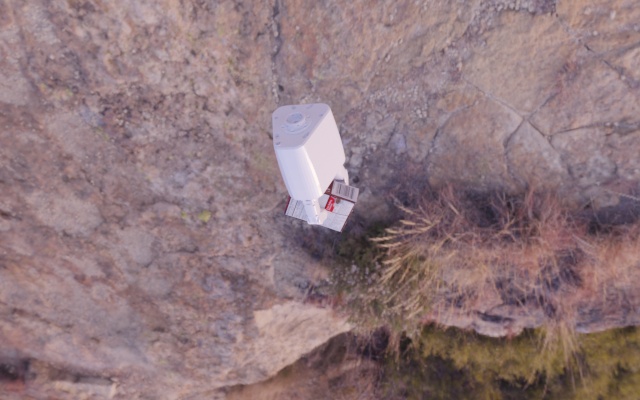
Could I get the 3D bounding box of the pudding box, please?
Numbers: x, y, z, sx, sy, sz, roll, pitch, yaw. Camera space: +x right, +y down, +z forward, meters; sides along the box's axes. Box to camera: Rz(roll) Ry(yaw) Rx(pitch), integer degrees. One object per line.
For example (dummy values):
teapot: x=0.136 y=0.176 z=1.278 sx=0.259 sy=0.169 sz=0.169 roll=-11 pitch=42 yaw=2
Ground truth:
pudding box: x=0.000 y=0.003 z=0.835 sx=0.113 sy=0.039 sz=0.090 roll=19 pitch=-41 yaw=-4
